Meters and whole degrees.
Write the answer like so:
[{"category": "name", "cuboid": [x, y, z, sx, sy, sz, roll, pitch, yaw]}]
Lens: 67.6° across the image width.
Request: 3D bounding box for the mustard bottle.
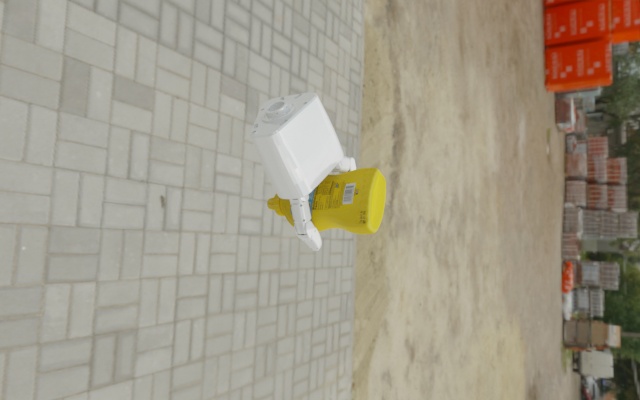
[{"category": "mustard bottle", "cuboid": [0.000, 0.003, 0.729, 0.191, 0.096, 0.058, -2, -25, 30]}]
